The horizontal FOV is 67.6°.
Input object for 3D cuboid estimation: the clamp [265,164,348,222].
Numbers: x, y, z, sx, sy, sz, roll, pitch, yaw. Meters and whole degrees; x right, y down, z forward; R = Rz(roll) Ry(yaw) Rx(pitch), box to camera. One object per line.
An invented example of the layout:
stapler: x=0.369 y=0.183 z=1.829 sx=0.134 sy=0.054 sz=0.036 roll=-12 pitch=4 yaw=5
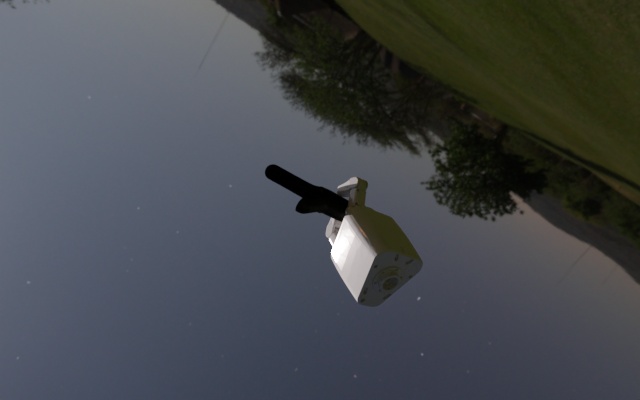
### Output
clamp: x=0.000 y=0.003 z=0.748 sx=0.171 sy=0.039 sz=0.120 roll=21 pitch=24 yaw=-33
